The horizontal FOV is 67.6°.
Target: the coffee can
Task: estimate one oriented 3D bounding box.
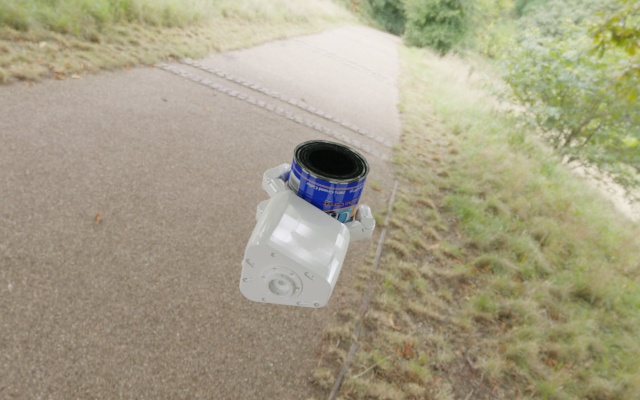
[{"bbox_3d":[0.000,0.002,0.661,0.103,0.140,0.102,10,35,-7],"label":"coffee can"}]
